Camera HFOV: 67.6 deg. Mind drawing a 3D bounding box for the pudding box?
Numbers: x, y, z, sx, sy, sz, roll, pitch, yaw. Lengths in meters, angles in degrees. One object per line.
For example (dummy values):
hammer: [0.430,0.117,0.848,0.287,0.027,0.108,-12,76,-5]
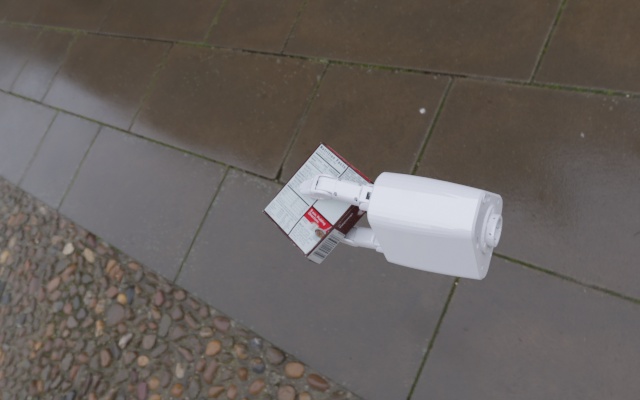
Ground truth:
pudding box: [0.000,0.002,0.555,0.090,0.113,0.039,44,3,32]
